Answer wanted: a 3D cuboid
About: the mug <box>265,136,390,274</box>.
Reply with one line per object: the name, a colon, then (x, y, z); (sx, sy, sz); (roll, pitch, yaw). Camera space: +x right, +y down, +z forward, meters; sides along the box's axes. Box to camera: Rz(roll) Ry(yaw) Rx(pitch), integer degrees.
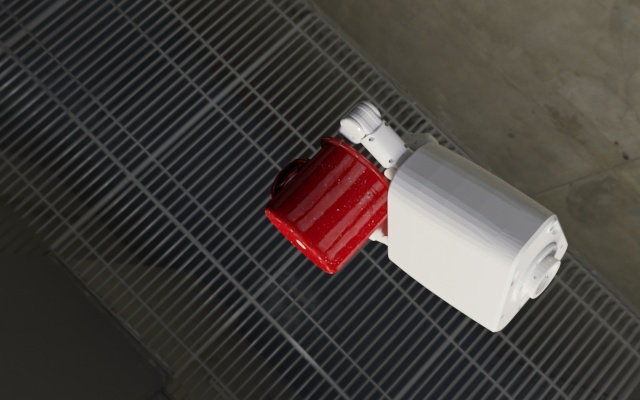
mug: (-0.001, 0.001, 0.413); (0.117, 0.081, 0.093); (36, -13, 37)
